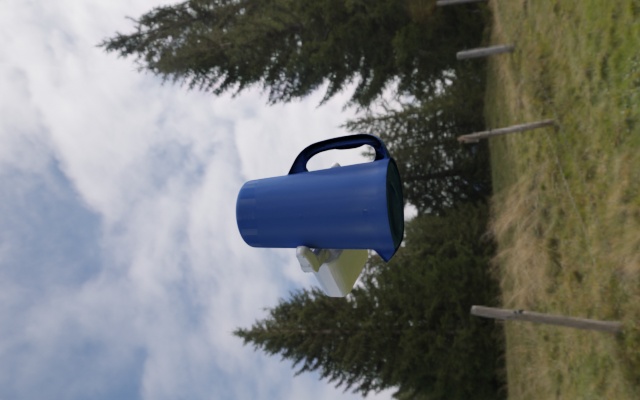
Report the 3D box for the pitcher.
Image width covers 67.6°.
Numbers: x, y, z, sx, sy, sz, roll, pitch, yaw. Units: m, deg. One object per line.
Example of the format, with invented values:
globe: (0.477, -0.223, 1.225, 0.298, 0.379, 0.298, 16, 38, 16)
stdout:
pitcher: (0.000, 0.003, 0.719, 0.243, 0.149, 0.145, -4, -43, 19)
